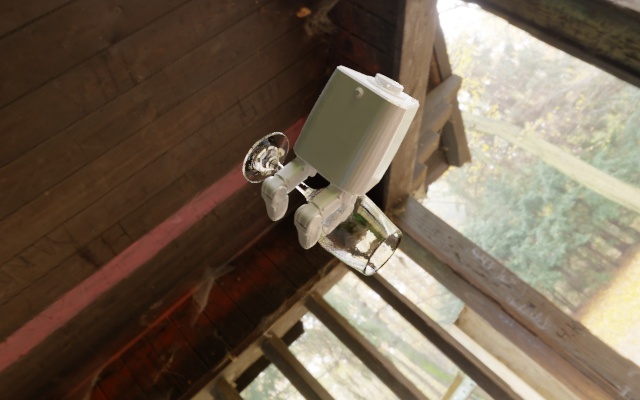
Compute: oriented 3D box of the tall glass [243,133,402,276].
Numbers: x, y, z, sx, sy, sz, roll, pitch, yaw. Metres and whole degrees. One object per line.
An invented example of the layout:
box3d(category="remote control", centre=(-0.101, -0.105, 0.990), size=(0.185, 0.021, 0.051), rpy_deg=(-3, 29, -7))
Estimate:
box3d(category="tall glass", centre=(0.000, 0.002, 0.565), size=(0.201, 0.079, 0.079), rpy_deg=(40, 20, 26))
